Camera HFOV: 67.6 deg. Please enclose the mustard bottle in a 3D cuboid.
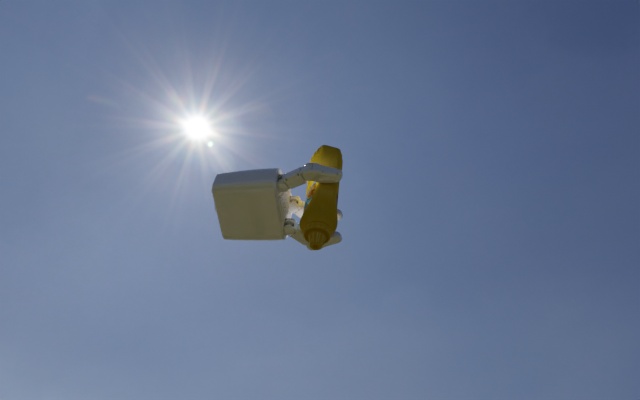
[{"bbox_3d":[0.000,0.002,0.767,0.058,0.096,0.191,15,43,-7],"label":"mustard bottle"}]
